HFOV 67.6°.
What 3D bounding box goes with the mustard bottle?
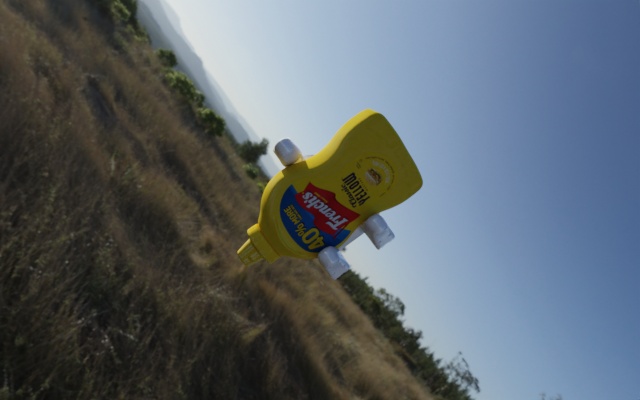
[{"bbox_3d":[0.000,0.001,0.471,0.191,0.096,0.058,-36,25,0],"label":"mustard bottle"}]
